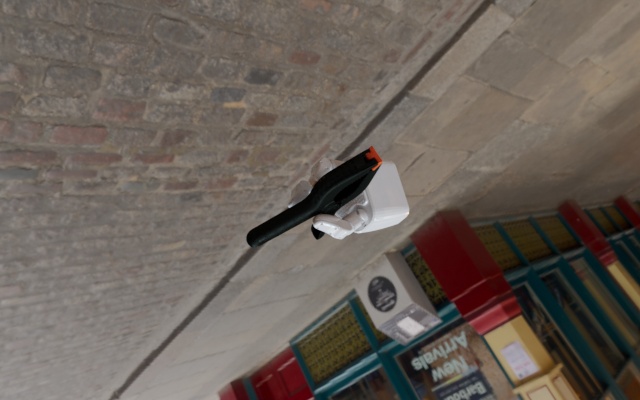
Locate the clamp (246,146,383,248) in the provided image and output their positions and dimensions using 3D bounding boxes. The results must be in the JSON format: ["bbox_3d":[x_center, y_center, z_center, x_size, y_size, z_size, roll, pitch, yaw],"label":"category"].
[{"bbox_3d":[0.001,0.003,0.668,0.164,0.036,0.210,-8,-30,-49],"label":"clamp"}]
